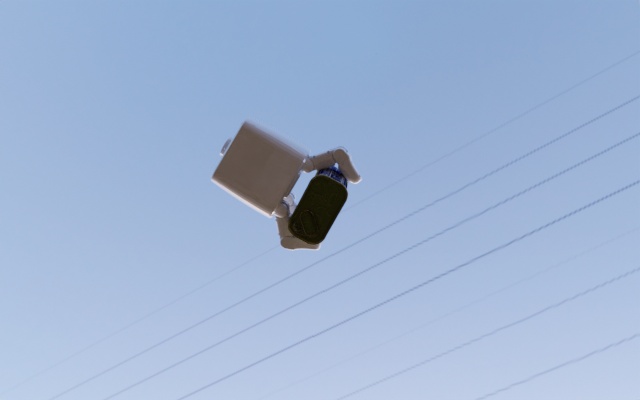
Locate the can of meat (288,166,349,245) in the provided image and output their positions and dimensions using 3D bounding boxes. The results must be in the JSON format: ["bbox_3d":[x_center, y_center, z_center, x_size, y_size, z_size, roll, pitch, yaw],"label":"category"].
[{"bbox_3d":[0.000,0.002,0.701,0.057,0.102,0.084,28,18,-2],"label":"can of meat"}]
